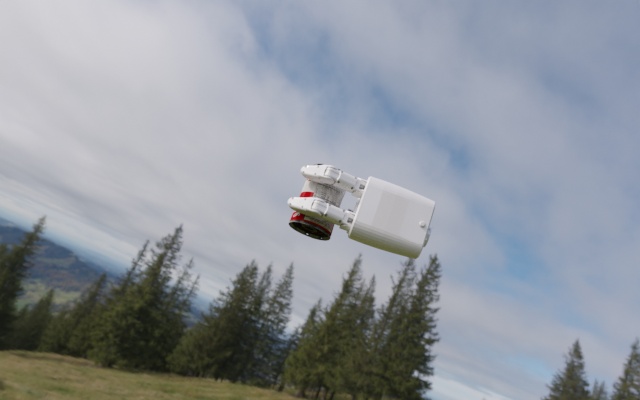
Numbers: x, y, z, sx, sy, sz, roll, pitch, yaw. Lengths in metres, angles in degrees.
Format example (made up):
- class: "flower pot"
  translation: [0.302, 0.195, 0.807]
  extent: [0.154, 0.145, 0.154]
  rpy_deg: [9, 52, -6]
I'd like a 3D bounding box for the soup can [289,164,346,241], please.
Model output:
- class: "soup can"
  translation: [0.000, 0.002, 0.743]
  extent: [0.068, 0.102, 0.068]
  rpy_deg: [19, -18, 6]
